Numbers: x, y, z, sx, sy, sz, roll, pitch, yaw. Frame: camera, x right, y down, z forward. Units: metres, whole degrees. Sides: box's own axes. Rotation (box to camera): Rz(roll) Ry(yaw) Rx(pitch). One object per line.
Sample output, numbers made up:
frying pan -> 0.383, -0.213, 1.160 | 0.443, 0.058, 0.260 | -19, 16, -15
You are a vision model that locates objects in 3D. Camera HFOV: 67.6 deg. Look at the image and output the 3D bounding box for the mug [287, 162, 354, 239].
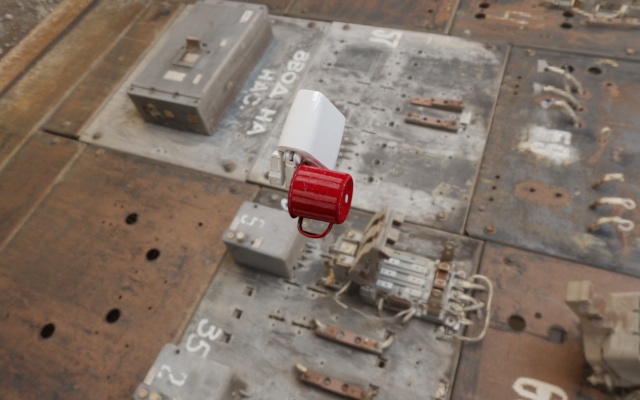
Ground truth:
mug -> 0.000, 0.004, 0.748 | 0.081, 0.117, 0.093 | 12, -11, 16
